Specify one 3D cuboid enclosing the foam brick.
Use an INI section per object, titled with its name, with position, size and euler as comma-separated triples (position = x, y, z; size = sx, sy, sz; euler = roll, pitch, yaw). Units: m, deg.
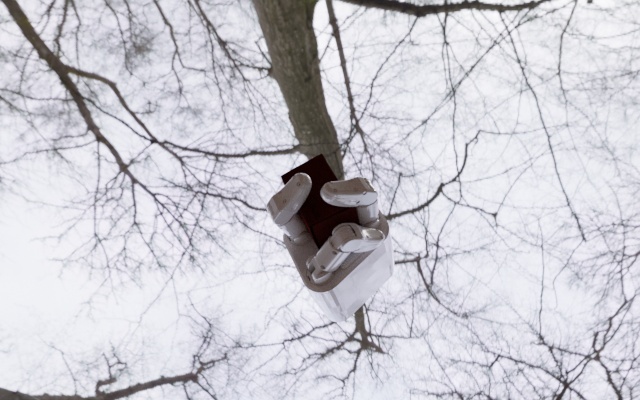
[foam brick]
position = 0.000, 0.001, 0.507
size = 0.053, 0.078, 0.051
euler = -27, -35, -4
